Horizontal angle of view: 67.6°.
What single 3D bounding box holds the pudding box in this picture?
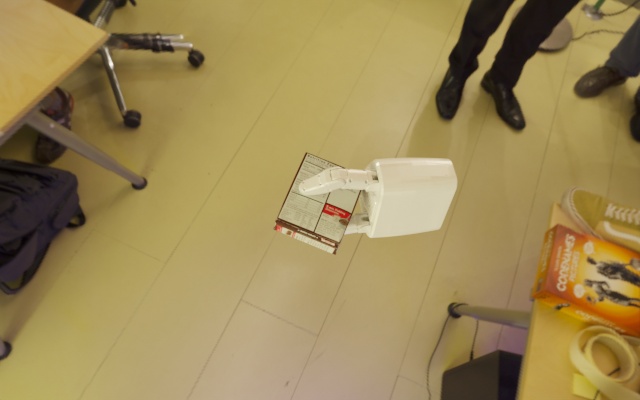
[{"bbox_3d":[0.000,0.002,0.629,0.090,0.113,0.039,22,-29,2],"label":"pudding box"}]
